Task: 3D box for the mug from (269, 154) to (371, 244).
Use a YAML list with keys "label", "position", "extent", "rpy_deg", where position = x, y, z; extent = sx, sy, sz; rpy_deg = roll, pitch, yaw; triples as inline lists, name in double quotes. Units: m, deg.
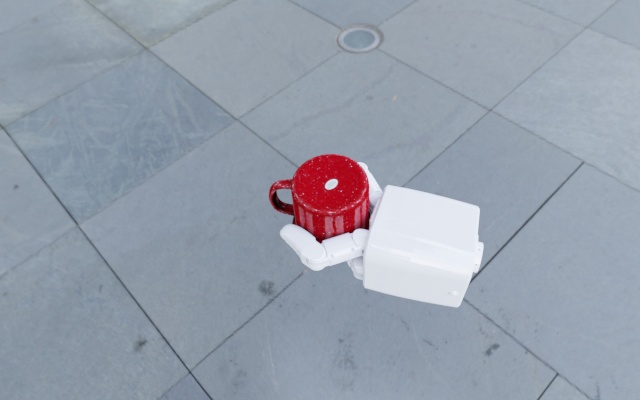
- label: "mug"
  position: [-0.001, 0.001, 0.521]
  extent: [0.117, 0.093, 0.082]
  rpy_deg: [12, -34, 12]
